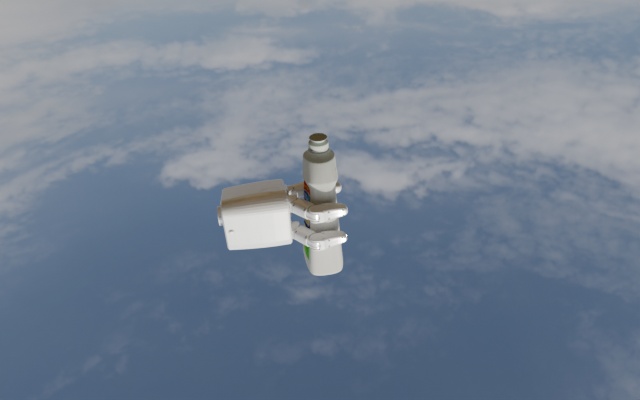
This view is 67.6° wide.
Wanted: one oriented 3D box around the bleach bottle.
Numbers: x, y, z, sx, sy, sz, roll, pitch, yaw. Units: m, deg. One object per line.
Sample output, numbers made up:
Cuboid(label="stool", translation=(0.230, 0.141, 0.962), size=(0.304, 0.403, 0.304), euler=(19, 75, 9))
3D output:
Cuboid(label="bleach bottle", translation=(0.000, 0.003, 0.800), size=(0.068, 0.251, 0.102), euler=(-7, 35, -7))
